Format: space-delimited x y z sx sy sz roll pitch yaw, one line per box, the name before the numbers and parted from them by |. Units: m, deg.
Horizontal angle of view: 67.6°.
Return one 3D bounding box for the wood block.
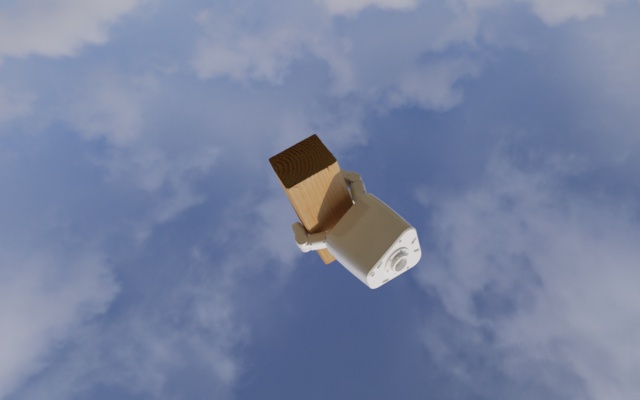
wood block | 0.000 0.003 0.816 0.091 0.206 0.090 -29 45 -5
